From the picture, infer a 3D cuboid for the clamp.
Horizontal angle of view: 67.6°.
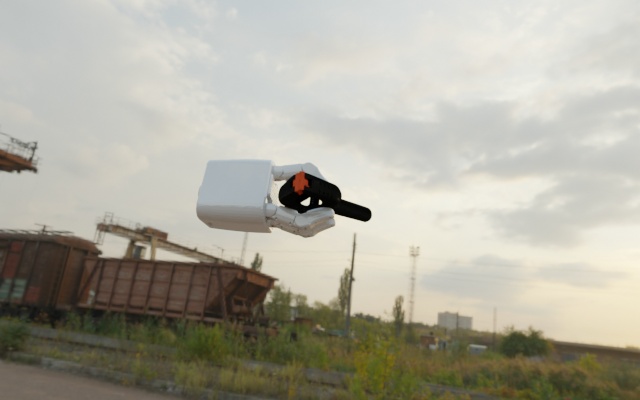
[{"bbox_3d":[0.000,0.001,0.740,0.164,0.036,0.210,-1,-16,4],"label":"clamp"}]
